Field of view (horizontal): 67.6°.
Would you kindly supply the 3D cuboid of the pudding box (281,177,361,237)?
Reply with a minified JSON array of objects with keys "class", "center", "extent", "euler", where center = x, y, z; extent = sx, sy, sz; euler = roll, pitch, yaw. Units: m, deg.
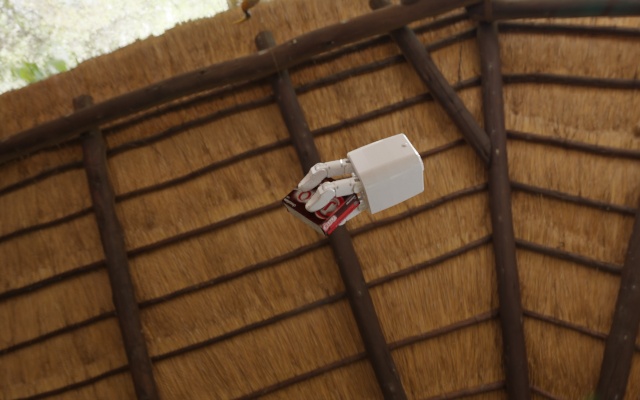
[{"class":"pudding box","center":[0.000,0.003,0.841],"extent":[0.090,0.039,0.113],"euler":[-43,44,-18]}]
